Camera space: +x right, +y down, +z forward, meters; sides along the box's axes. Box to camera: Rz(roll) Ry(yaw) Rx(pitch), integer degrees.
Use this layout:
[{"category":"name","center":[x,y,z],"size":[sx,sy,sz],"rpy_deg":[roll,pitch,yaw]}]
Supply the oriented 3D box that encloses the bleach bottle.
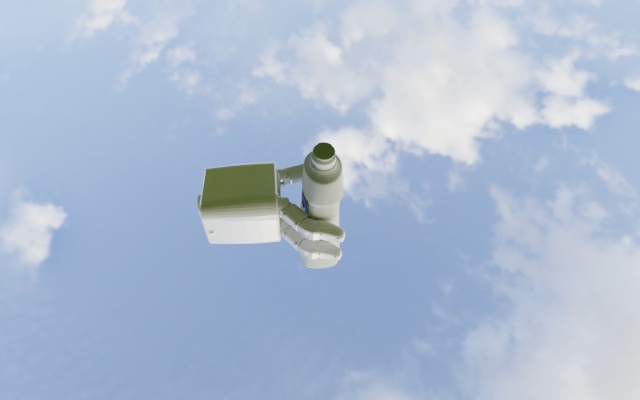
[{"category":"bleach bottle","center":[0.000,0.002,0.694],"size":[0.068,0.102,0.251],"rpy_deg":[-4,-34,-5]}]
